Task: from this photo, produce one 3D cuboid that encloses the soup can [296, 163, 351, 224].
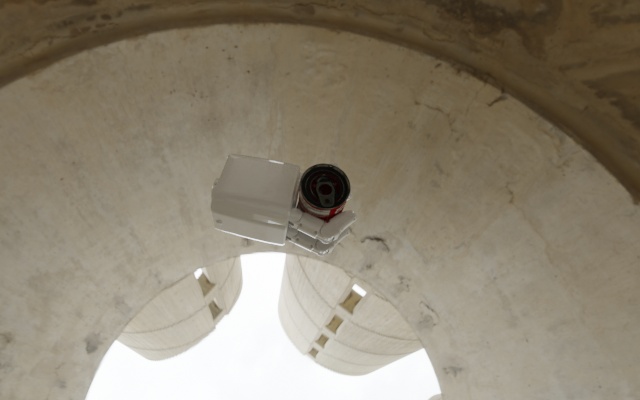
[{"bbox_3d":[0.001,0.002,0.675,0.068,0.068,0.102,0,-25,-8],"label":"soup can"}]
